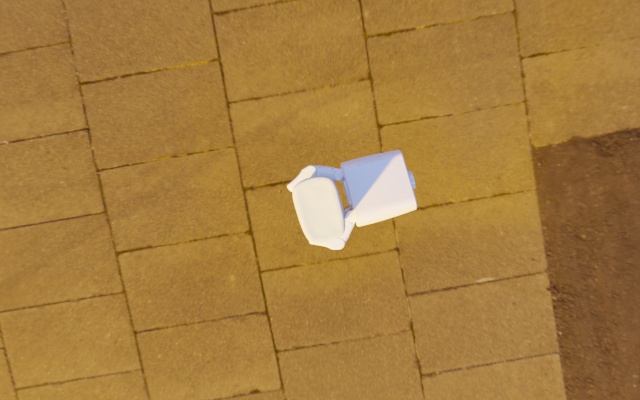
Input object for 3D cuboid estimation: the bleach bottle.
[{"bbox_3d":[0.000,0.003,0.819,0.068,0.102,0.251,-15,6,2],"label":"bleach bottle"}]
